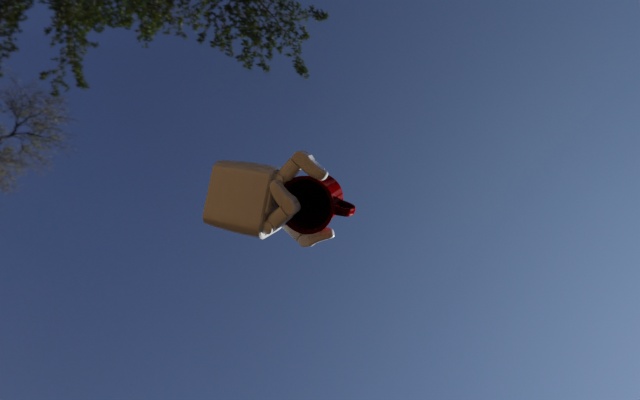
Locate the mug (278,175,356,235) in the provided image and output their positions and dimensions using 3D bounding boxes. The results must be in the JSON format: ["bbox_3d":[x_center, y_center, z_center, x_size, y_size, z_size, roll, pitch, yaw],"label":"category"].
[{"bbox_3d":[0.002,0.003,0.772,0.117,0.093,0.081,11,14,16],"label":"mug"}]
